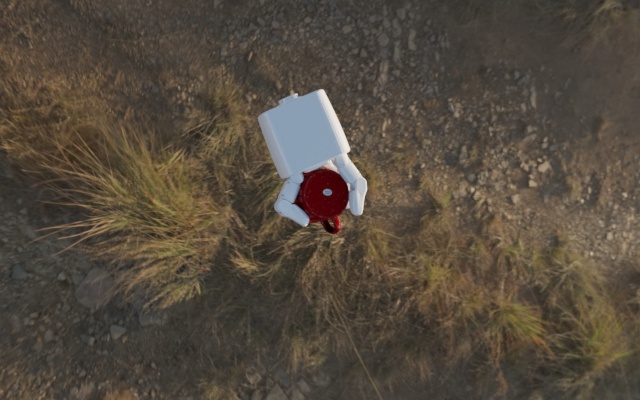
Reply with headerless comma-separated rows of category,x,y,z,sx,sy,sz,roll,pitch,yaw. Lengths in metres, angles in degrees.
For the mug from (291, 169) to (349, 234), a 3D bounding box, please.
mug,0.001,0.004,0.784,0.093,0.117,0.081,-26,8,-21
